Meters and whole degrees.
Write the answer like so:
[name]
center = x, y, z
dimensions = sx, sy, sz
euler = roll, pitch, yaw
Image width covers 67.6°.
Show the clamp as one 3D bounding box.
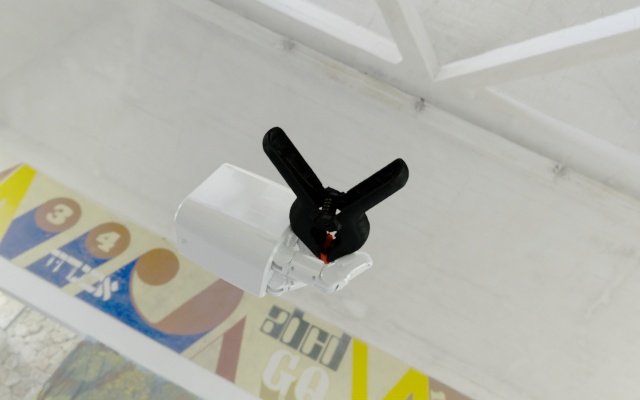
[clamp]
center = 0.000, 0.001, 0.436
dimensions = 0.120, 0.039, 0.172
euler = 25, -36, 6
